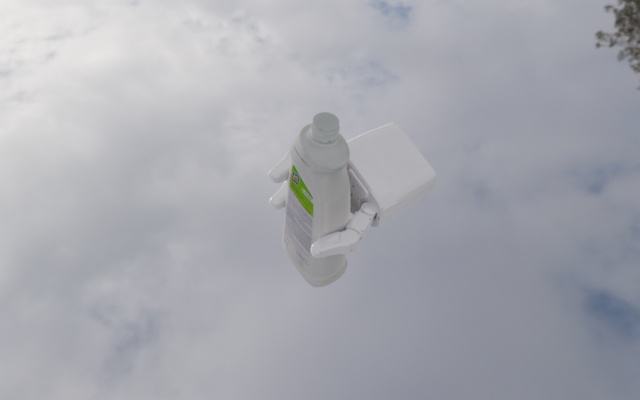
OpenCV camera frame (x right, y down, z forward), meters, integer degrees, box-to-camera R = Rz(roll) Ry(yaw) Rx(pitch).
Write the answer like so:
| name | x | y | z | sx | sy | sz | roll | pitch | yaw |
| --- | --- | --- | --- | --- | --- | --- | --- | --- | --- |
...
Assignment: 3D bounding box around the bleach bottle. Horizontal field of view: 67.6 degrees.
| name | x | y | z | sx | sy | sz | roll | pitch | yaw |
| --- | --- | --- | --- | --- | --- | --- | --- | --- | --- |
| bleach bottle | 0.000 | 0.002 | 0.590 | 0.068 | 0.102 | 0.251 | -27 | -31 | -25 |
